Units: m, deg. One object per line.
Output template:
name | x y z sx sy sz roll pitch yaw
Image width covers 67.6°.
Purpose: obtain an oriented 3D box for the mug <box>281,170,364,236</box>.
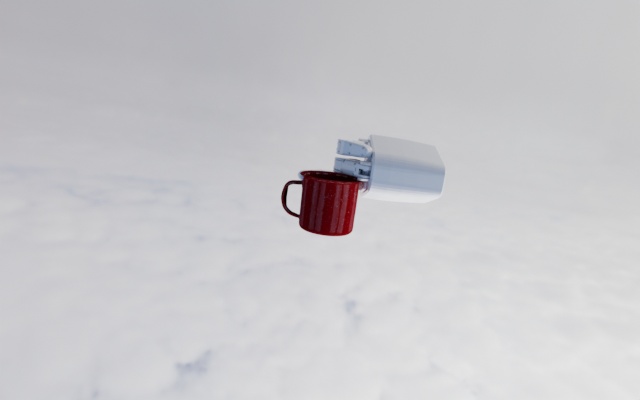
mug | -0.001 0.002 0.700 0.117 0.081 0.093 7 11 -2
